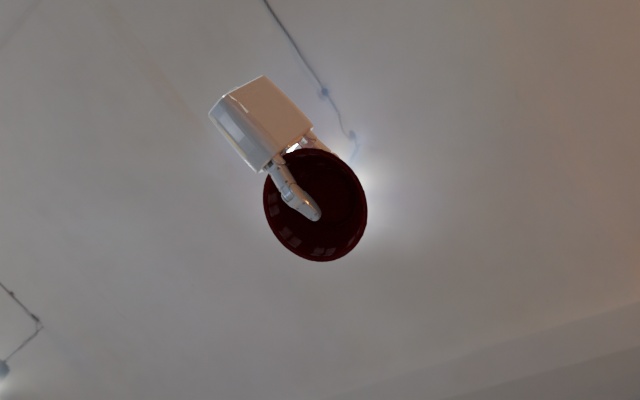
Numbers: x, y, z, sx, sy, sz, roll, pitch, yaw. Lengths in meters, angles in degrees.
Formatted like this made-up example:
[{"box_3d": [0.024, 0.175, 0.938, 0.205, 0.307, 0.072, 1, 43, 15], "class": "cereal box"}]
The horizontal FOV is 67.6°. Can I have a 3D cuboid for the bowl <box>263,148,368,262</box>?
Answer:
[{"box_3d": [0.001, 0.003, 0.676, 0.162, 0.162, 0.055, 0, 14, 27], "class": "bowl"}]
